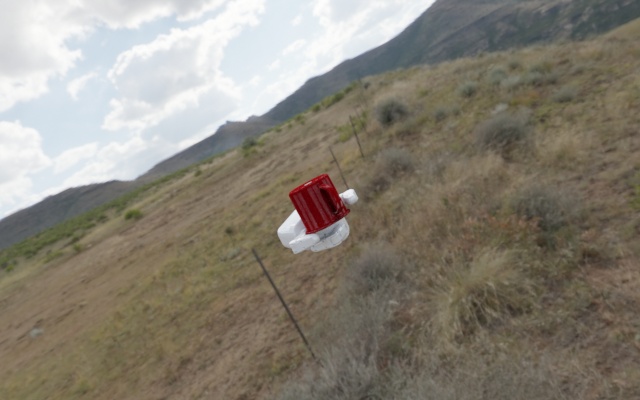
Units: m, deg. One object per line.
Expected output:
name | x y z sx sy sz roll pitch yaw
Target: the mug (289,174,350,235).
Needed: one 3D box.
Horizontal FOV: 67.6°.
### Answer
mug | 0.001 0.002 0.851 0.093 0.081 0.117 -31 7 -25
